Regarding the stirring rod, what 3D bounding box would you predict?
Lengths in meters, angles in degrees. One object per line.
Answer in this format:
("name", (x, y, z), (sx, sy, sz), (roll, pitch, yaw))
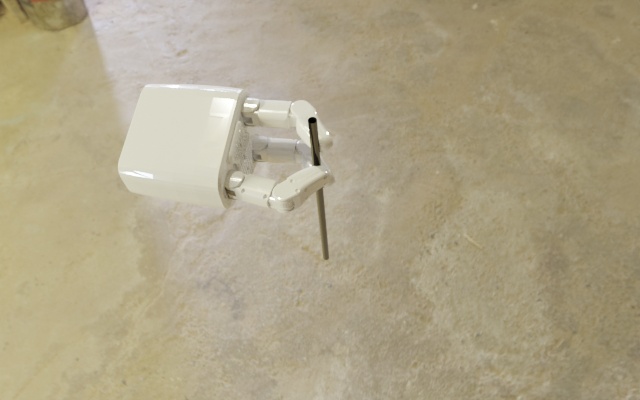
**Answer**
("stirring rod", (0.000, 0.002, 0.503), (0.011, 0.011, 0.240), (0, -35, 4))
